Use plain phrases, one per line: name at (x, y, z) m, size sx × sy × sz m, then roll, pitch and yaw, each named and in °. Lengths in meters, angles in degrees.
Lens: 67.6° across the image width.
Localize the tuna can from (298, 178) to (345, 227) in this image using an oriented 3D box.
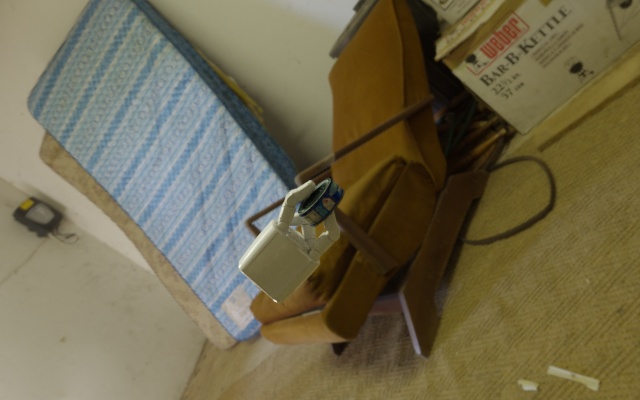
tuna can at (0.000, 0.002, 0.824) m, size 0.034 × 0.086 × 0.086 m, roll 42°, pitch -12°, yaw -14°
